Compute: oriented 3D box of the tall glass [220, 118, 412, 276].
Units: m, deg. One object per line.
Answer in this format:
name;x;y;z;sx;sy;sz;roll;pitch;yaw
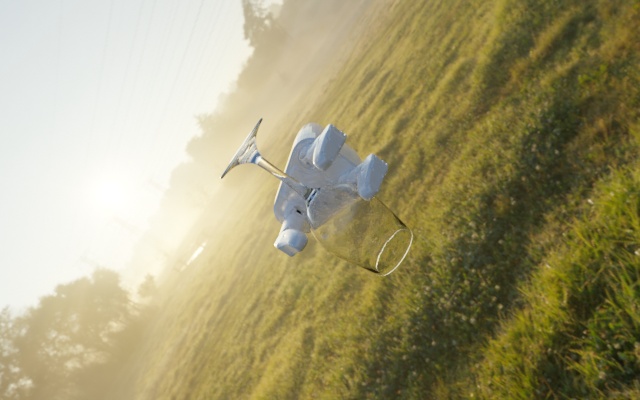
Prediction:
tall glass;-0.001;0.001;0.501;0.201;0.079;0.079;34;-8;-12
